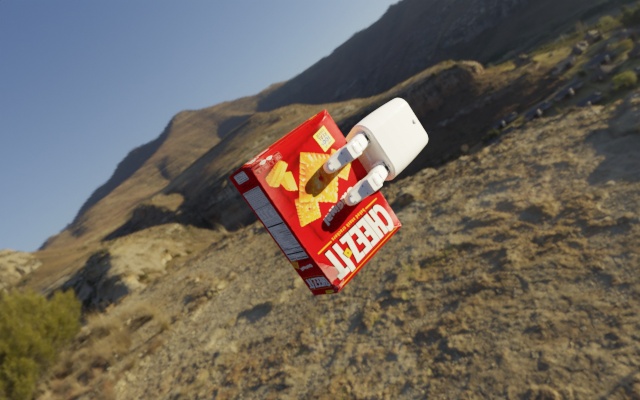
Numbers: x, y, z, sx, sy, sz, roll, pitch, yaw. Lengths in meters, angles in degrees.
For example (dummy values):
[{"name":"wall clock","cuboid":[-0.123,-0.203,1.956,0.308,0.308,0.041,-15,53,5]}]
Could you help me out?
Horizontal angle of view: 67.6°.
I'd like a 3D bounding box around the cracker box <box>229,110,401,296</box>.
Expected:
[{"name":"cracker box","cuboid":[0.000,0.002,0.690,0.164,0.214,0.072,-41,11,-32]}]
